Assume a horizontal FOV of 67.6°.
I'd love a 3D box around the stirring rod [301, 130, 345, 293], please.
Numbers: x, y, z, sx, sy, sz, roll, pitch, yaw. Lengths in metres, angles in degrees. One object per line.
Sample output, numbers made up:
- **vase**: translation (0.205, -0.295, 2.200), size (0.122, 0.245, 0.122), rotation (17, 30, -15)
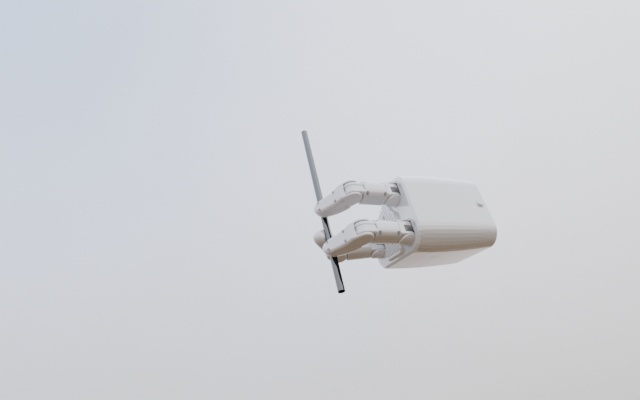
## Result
- **stirring rod**: translation (0.000, 0.002, 0.573), size (0.011, 0.239, 0.011), rotation (-8, -37, -6)
